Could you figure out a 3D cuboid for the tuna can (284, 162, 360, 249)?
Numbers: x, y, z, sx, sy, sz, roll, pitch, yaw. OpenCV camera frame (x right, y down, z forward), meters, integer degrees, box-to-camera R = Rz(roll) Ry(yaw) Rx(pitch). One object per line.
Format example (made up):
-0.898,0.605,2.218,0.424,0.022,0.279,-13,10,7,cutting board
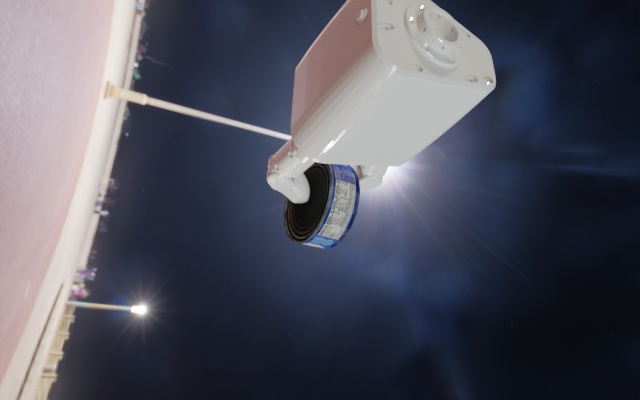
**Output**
0.001,0.002,0.450,0.034,0.086,0.086,16,-8,-28,tuna can
